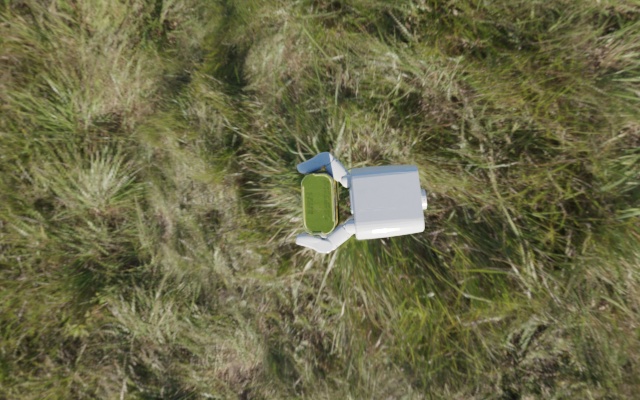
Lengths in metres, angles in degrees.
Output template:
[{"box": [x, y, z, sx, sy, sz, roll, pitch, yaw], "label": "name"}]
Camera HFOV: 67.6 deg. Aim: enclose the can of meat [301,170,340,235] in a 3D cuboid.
[{"box": [0.000, 0.002, 0.776, 0.057, 0.102, 0.084, -3, 4, 5], "label": "can of meat"}]
